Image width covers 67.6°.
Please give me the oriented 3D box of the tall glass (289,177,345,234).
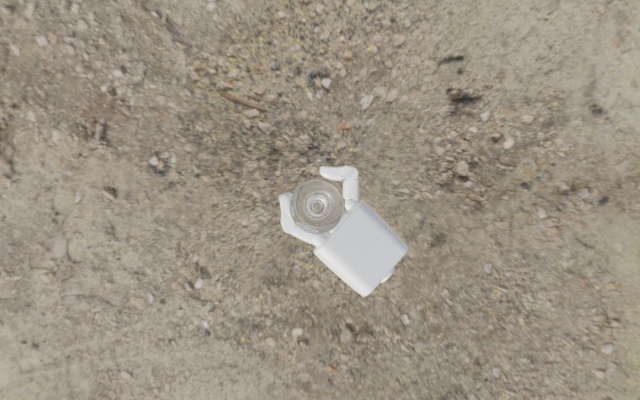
[{"bbox_3d":[0.000,0.002,0.746,0.079,0.079,0.201,0,4,3],"label":"tall glass"}]
